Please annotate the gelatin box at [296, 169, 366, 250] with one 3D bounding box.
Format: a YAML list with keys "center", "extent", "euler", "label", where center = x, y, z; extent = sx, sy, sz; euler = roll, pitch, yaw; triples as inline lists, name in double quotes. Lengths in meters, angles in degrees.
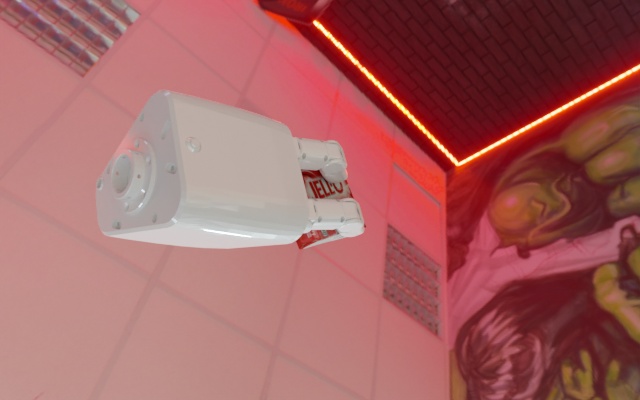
- center: [0.000, 0.002, 0.445]
  extent: [0.030, 0.073, 0.089]
  euler: [-27, -11, 30]
  label: "gelatin box"
